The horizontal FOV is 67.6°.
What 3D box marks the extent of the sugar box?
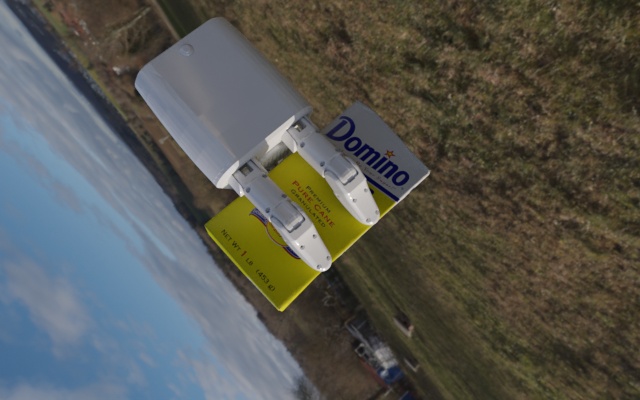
[{"bbox_3d":[0.000,0.001,0.410,0.176,0.093,0.048,-42,-6,-13],"label":"sugar box"}]
